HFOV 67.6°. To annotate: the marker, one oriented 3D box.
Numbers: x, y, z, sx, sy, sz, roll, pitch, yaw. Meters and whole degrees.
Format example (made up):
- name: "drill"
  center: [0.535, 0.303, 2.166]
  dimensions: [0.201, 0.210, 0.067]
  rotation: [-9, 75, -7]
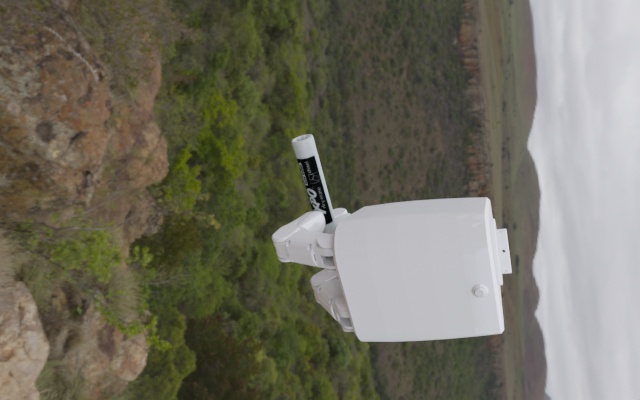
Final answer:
- name: "marker"
  center: [0.000, 0.001, 0.423]
  dimensions: [0.020, 0.121, 0.020]
  rotation: [-14, 22, 6]
